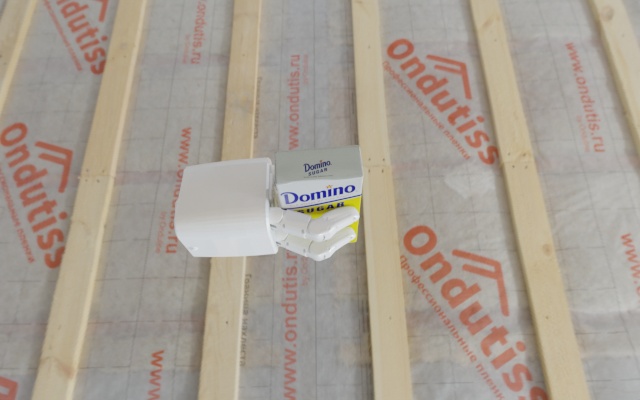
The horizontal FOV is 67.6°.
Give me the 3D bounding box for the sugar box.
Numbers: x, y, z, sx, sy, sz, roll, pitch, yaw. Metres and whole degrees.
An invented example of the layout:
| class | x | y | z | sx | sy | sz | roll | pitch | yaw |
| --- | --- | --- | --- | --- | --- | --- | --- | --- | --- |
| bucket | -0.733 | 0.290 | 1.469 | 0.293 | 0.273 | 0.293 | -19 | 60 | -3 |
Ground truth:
| class | x | y | z | sx | sy | sz | roll | pitch | yaw |
| --- | --- | --- | --- | --- | --- | --- | --- | --- | --- |
| sugar box | 0.000 | 0.002 | 0.568 | 0.093 | 0.048 | 0.176 | -5 | -25 | 0 |
